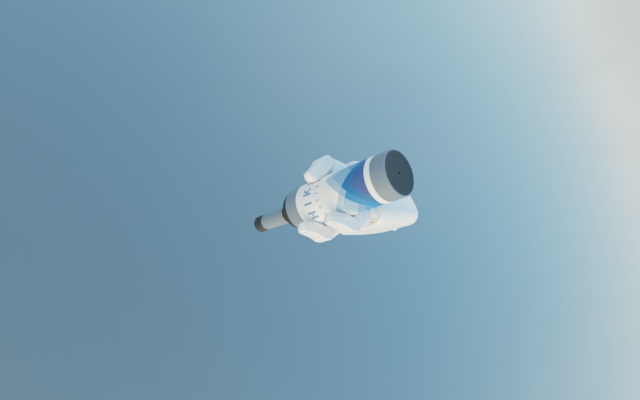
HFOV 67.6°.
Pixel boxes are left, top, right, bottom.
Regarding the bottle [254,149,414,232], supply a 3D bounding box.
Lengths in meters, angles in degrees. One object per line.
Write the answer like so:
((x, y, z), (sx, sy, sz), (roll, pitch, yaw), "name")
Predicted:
((0.000, 0.002, 0.718), (0.296, 0.069, 0.069), (-21, -14, 42), "bottle")
